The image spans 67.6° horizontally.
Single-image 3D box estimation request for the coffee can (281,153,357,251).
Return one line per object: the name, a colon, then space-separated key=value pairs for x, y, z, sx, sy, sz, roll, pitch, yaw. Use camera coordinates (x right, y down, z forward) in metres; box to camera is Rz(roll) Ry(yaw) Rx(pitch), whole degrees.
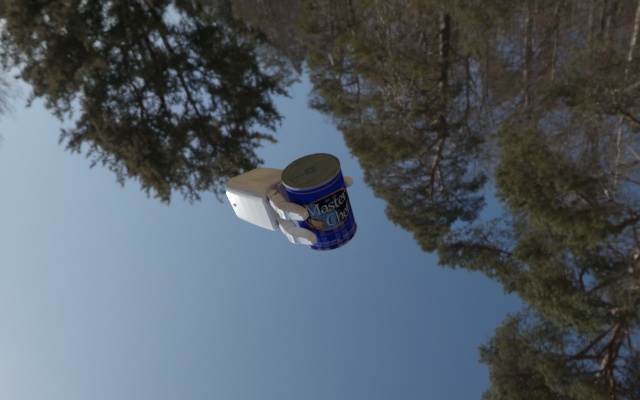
coffee can: x=0.000 y=0.003 z=0.838 sx=0.103 sy=0.140 sz=0.102 roll=-12 pitch=34 yaw=8
